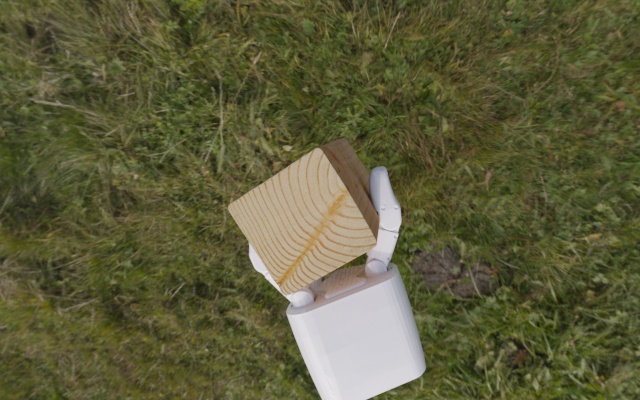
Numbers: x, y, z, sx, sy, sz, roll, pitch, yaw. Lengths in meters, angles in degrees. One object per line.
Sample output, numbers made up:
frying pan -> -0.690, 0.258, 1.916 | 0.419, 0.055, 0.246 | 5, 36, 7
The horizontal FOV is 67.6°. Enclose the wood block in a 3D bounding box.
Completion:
wood block -> 0.001, 0.002, 0.470 | 0.091, 0.090, 0.206 | -31, 4, 12
